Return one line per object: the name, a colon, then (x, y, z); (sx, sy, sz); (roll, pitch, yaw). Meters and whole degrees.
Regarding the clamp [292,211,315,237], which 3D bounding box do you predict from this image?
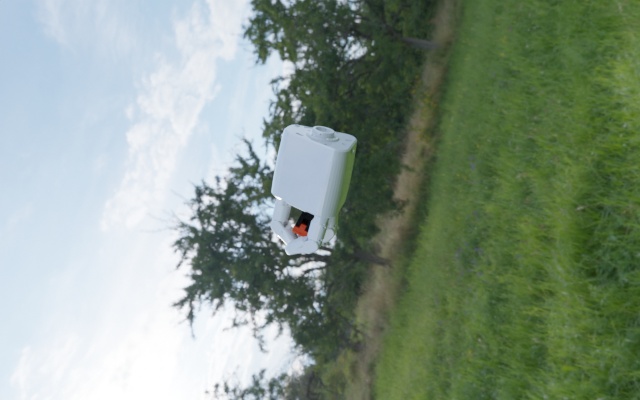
clamp: (-0.001, 0.003, 0.809); (0.039, 0.120, 0.171); (18, 24, 8)
